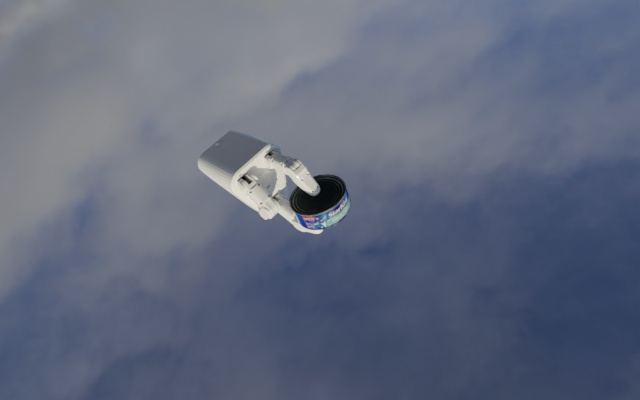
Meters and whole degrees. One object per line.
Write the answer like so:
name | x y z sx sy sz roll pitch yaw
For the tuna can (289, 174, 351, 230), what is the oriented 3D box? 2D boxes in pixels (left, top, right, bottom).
tuna can | 0.000 0.003 0.694 0.086 0.034 0.086 -14 40 12
